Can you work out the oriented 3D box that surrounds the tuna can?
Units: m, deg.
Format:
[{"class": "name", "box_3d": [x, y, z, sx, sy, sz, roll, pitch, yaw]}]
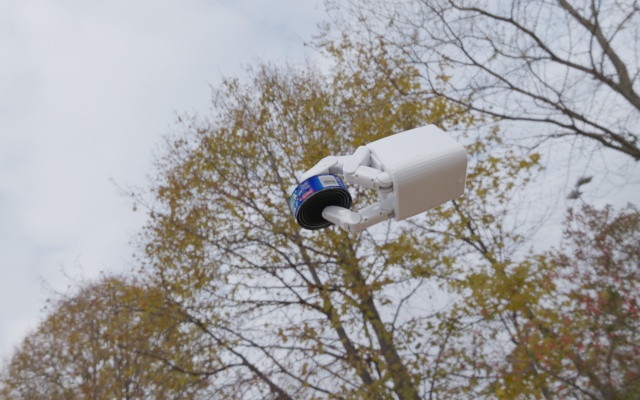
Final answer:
[{"class": "tuna can", "box_3d": [0.000, 0.002, 0.685, 0.086, 0.033, 0.086, -17, -39, -14]}]
